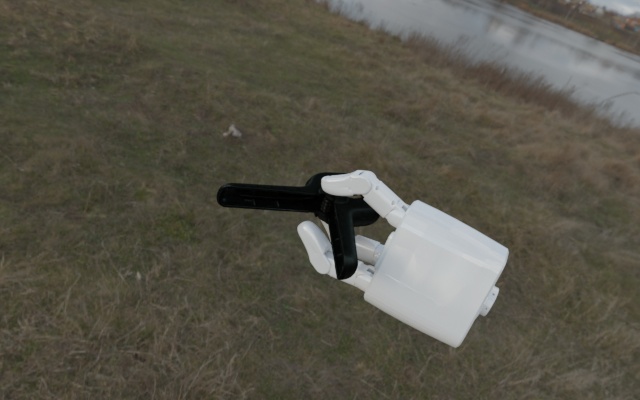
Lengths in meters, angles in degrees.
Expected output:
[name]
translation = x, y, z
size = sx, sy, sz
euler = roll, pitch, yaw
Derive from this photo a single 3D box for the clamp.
[clamp]
translation = 0.001, 0.001, 0.531
size = 0.164, 0.036, 0.210
euler = 27, 28, 16
